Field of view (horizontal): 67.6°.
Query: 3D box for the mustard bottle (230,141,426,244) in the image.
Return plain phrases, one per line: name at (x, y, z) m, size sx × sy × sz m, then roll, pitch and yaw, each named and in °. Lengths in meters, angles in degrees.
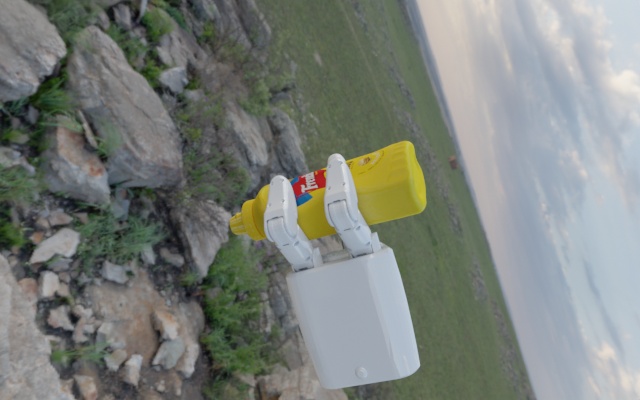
mustard bottle at (0.000, 0.001, 0.453) m, size 0.191 × 0.058 × 0.096 m, roll -16°, pitch 23°, yaw 18°
